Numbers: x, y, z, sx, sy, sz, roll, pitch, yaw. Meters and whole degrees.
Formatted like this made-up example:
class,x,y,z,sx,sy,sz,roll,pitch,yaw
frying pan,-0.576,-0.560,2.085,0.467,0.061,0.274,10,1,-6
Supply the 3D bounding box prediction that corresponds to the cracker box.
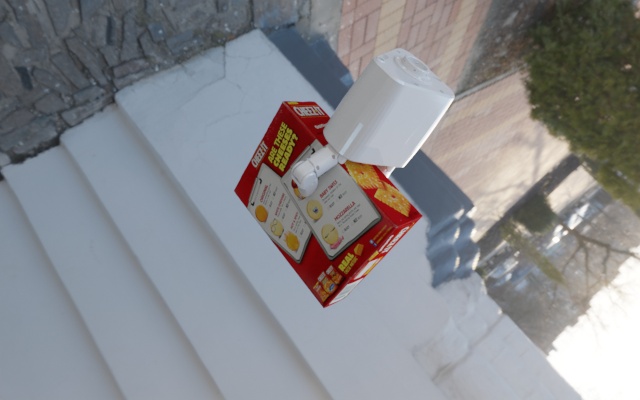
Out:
class,x,y,z,sx,sy,sz,roll,pitch,yaw
cracker box,0.000,0.002,0.617,0.072,0.213,0.164,-14,-32,-49
